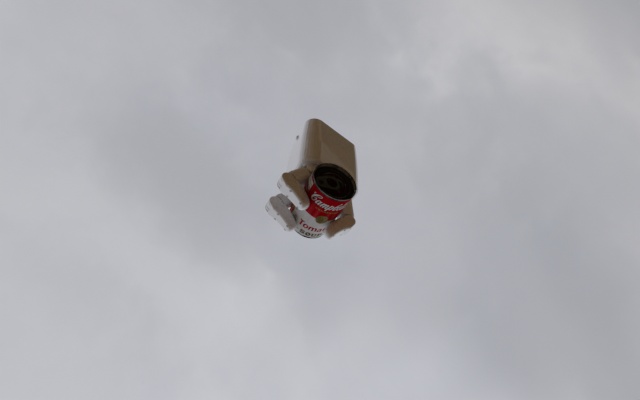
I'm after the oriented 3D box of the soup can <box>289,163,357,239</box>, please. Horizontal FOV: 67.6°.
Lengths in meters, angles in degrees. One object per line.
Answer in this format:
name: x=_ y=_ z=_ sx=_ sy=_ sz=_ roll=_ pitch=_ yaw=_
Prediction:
soup can: x=0.000 y=0.003 z=0.710 sx=0.068 sy=0.068 sz=0.102 roll=0 pitch=-36 yaw=-31
